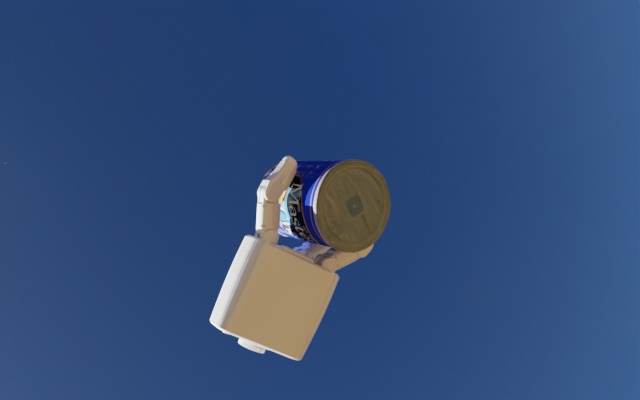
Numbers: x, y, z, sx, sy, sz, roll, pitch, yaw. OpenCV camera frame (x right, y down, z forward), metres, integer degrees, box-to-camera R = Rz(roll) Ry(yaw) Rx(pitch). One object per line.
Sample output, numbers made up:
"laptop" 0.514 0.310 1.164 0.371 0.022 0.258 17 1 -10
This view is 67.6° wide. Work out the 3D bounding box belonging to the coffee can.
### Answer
"coffee can" 0.000 0.002 0.579 0.103 0.103 0.140 0 4 -33
